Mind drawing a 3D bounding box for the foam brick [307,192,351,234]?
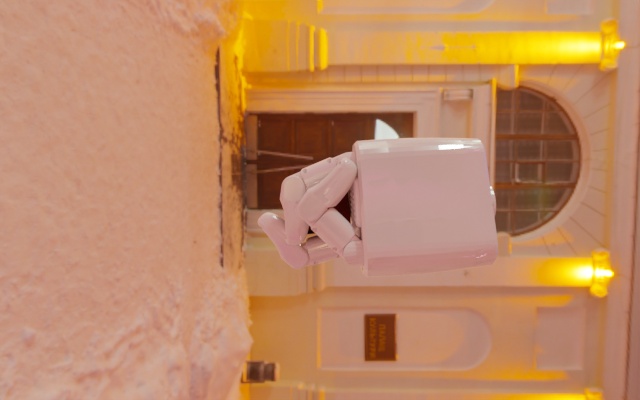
[{"bbox_3d":[0.000,0.001,0.460,0.051,0.053,0.078,-6,4,0],"label":"foam brick"}]
